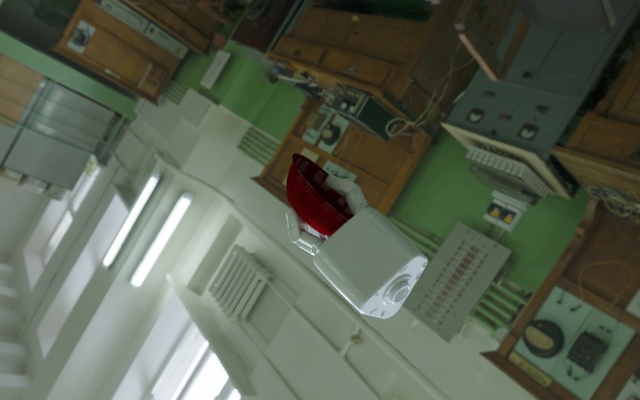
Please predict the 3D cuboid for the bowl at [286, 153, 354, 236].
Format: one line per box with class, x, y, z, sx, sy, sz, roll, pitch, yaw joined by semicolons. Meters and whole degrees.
bowl;-0.001;0.002;0.733;0.055;0.162;0.162;-45;-14;14
